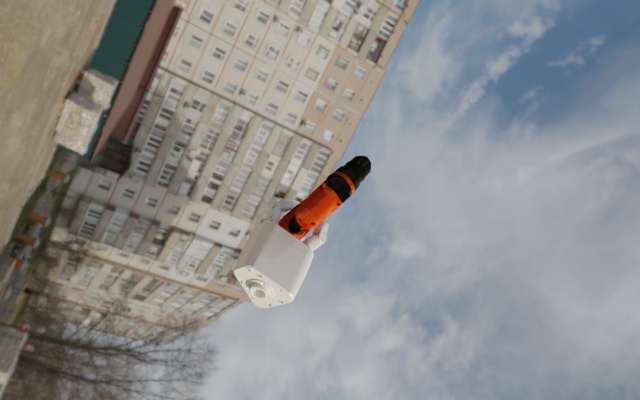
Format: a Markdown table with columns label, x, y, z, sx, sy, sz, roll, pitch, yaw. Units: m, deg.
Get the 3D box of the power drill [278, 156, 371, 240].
| label | x | y | z | sx | sy | sz | roll | pitch | yaw |
| --- | --- | --- | --- | --- | --- | --- | --- | --- | --- |
| power drill | 0.000 | 0.003 | 0.879 | 0.184 | 0.057 | 0.188 | -41 | -1 | -31 |
